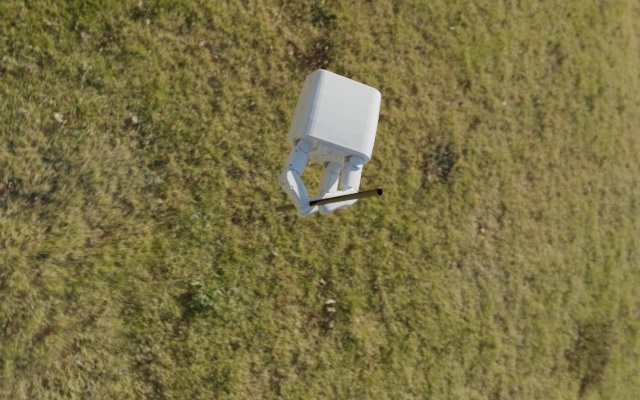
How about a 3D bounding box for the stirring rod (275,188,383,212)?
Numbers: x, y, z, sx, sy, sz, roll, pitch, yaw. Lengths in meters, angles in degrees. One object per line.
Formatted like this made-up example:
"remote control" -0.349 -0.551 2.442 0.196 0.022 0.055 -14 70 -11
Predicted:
"stirring rod" 0.000 0.002 0.626 0.011 0.011 0.239 0 -6 -33
